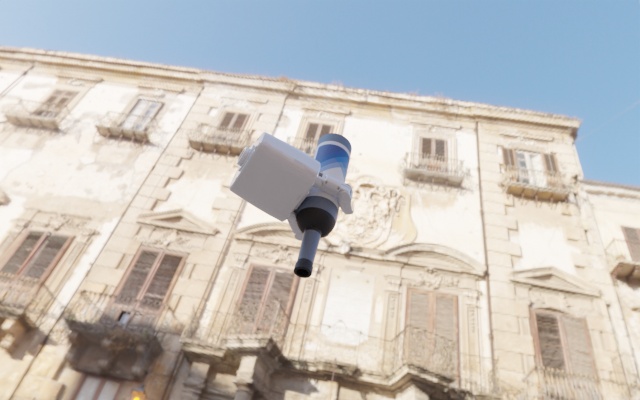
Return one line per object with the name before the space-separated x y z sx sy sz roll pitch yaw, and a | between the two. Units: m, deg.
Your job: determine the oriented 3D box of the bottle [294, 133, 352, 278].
bottle | 0.000 0.002 0.803 0.069 0.295 0.069 8 -44 7
